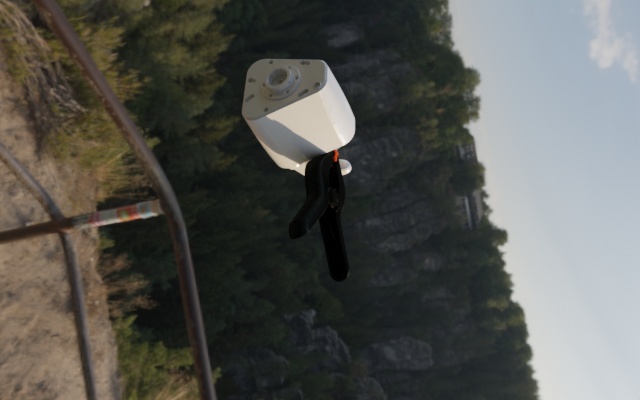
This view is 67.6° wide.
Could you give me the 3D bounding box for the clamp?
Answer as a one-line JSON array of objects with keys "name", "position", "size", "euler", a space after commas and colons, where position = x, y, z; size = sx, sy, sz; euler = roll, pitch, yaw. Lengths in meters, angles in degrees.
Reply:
[{"name": "clamp", "position": [0.001, 0.002, 0.581], "size": [0.039, 0.171, 0.120], "euler": [-13, -31, 18]}]
